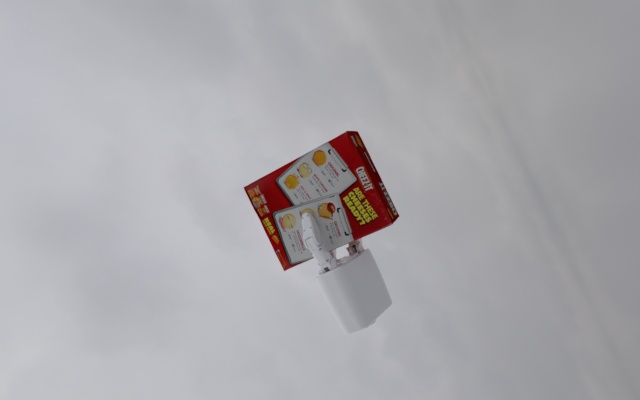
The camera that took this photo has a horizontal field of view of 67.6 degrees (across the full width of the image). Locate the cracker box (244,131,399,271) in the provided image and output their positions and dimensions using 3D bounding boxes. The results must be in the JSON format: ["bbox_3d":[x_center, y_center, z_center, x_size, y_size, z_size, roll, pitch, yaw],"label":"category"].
[{"bbox_3d":[0.000,0.003,0.806,0.214,0.164,0.072,-26,0,23],"label":"cracker box"}]
